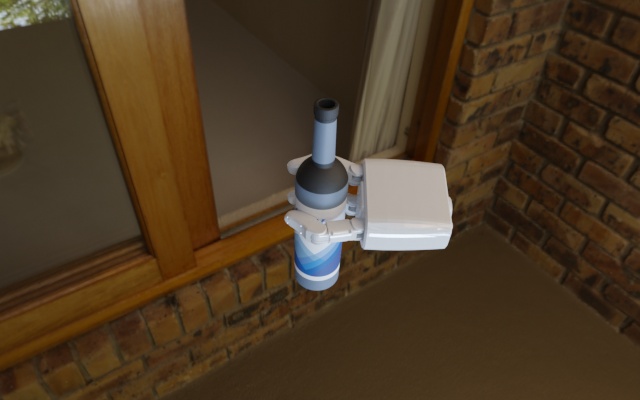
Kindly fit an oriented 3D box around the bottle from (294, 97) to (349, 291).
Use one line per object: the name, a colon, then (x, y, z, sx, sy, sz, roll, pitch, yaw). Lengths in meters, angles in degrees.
bottle: (0.000, 0.002, 0.616, 0.069, 0.296, 0.069, 2, 44, -2)
